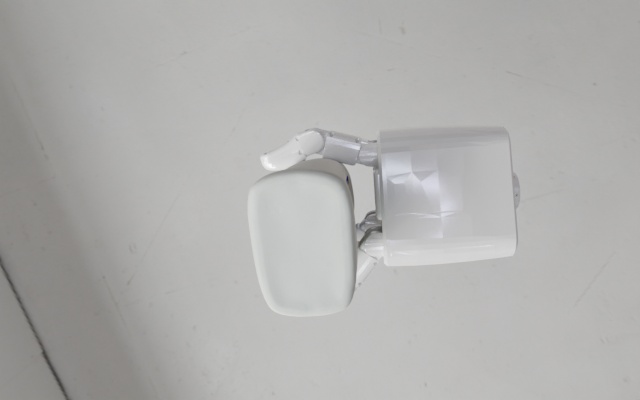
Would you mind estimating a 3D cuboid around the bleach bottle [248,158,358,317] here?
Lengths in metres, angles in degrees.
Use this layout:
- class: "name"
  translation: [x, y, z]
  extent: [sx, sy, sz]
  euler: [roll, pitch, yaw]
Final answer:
- class: "bleach bottle"
  translation: [0.000, 0.001, 0.420]
  extent: [0.068, 0.102, 0.250]
  euler: [-4, 14, 6]
